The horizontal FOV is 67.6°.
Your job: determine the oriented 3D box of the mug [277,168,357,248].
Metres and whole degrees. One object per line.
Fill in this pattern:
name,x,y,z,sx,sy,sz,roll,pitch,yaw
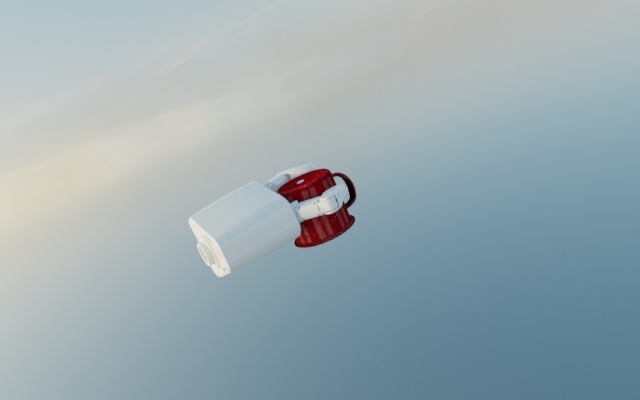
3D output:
mug,0.001,0.001,0.666,0.117,0.081,0.093,-30,16,-23
